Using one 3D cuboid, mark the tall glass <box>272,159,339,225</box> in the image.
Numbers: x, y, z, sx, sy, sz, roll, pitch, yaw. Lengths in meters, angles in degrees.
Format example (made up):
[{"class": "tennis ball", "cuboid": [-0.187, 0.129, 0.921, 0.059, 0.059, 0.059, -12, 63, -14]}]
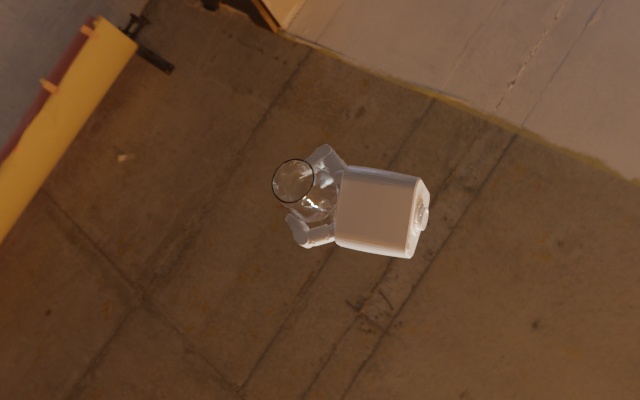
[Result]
[{"class": "tall glass", "cuboid": [0.000, 0.003, 0.708, 0.079, 0.079, 0.201, 0, -17, 23]}]
